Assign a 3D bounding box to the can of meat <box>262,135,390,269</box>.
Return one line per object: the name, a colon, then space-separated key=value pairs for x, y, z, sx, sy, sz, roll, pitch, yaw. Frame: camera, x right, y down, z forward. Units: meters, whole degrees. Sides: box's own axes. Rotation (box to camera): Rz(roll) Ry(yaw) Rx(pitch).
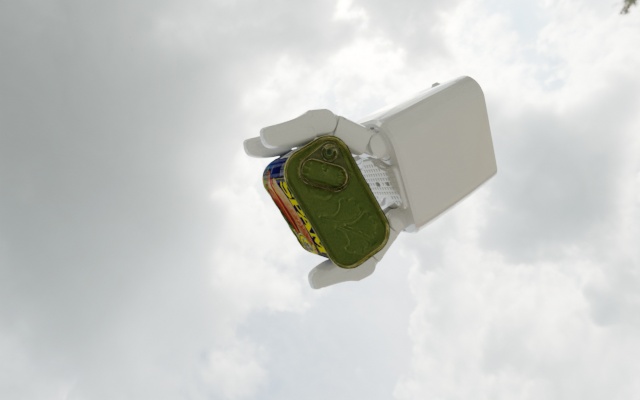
can of meat: x=0.000 y=0.001 z=0.402 sx=0.057 sy=0.102 sz=0.084 roll=-34 pitch=12 yaw=-17
